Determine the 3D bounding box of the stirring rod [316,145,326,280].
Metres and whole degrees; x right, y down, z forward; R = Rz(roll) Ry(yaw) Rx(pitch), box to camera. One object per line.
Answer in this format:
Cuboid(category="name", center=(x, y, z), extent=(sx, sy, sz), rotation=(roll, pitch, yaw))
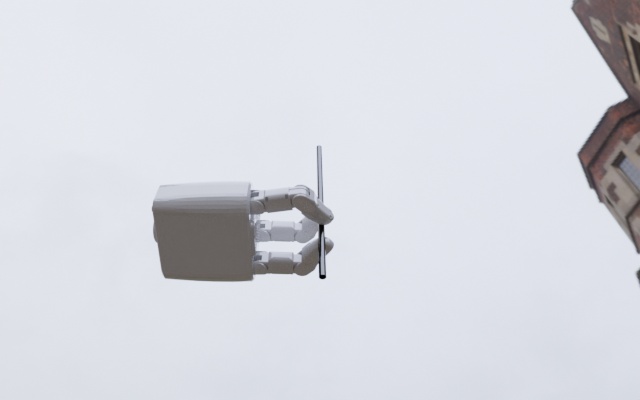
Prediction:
Cuboid(category="stirring rod", center=(0.000, 0.002, 0.584), extent=(0.011, 0.011, 0.239), rotation=(0, 40, -1))
